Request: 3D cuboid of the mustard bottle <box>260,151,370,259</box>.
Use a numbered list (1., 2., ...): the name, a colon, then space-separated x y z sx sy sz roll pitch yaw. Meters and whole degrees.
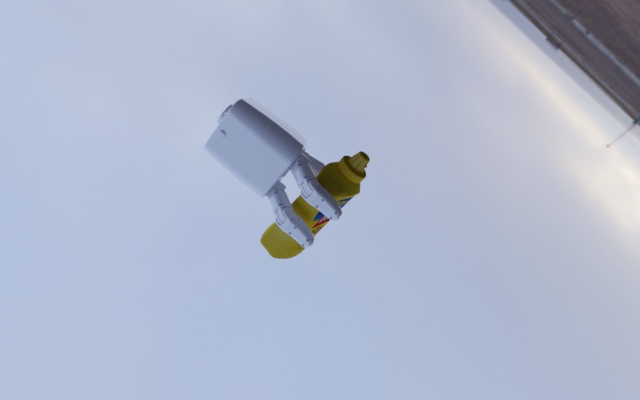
1. mustard bottle: 0.000 0.003 0.668 0.192 0.058 0.096 -47 -16 28
